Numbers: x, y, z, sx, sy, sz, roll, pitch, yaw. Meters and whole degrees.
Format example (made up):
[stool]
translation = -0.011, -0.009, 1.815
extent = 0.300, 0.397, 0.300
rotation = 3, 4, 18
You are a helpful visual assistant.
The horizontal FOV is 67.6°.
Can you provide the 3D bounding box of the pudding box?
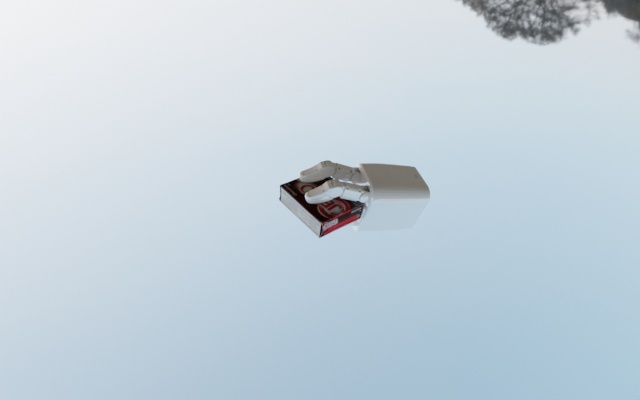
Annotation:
[pudding box]
translation = 0.000, 0.003, 0.780
extent = 0.090, 0.039, 0.113
rotation = -23, 46, -34
